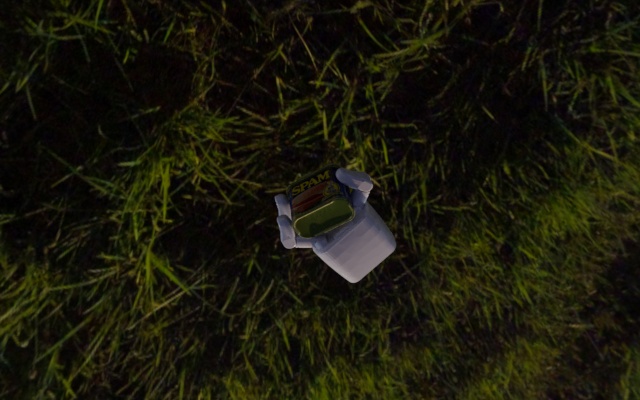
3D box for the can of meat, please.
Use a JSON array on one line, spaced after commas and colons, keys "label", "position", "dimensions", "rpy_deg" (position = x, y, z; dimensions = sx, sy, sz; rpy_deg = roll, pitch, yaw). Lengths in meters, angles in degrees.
[{"label": "can of meat", "position": [0.000, 0.003, 0.745], "dimensions": [0.102, 0.083, 0.057], "rpy_deg": [-27, -51, 14]}]
